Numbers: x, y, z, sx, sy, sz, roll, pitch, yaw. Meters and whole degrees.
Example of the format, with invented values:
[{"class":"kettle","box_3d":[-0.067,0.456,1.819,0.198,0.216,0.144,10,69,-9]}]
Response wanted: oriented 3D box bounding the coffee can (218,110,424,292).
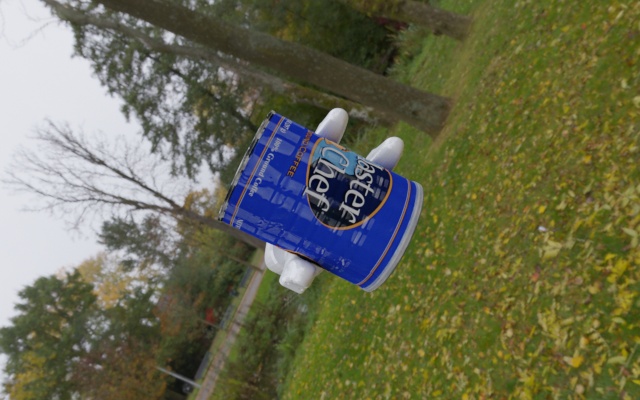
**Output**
[{"class":"coffee can","box_3d":[0.000,0.001,0.404,0.140,0.103,0.103,26,-3,-6]}]
